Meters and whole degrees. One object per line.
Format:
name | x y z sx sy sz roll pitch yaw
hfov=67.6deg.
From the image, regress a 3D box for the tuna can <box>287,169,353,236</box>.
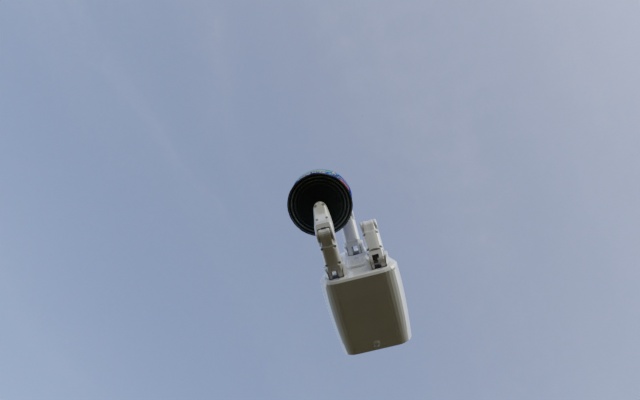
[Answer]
tuna can | 0.000 0.002 0.635 0.086 0.086 0.033 0 16 4
